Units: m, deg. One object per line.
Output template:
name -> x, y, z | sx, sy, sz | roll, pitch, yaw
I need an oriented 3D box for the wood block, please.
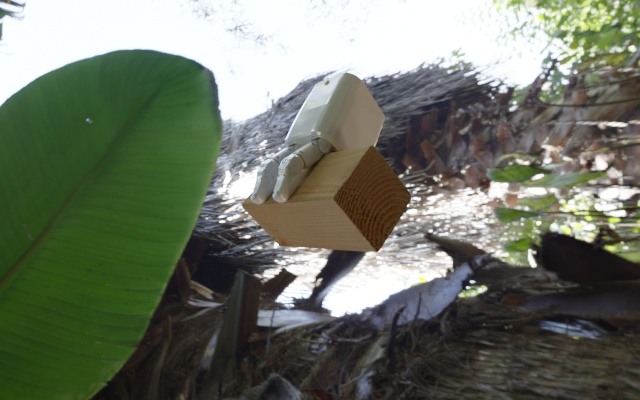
wood block -> 0.000, 0.002, 0.619 | 0.091, 0.090, 0.206 | 49, -29, -24
